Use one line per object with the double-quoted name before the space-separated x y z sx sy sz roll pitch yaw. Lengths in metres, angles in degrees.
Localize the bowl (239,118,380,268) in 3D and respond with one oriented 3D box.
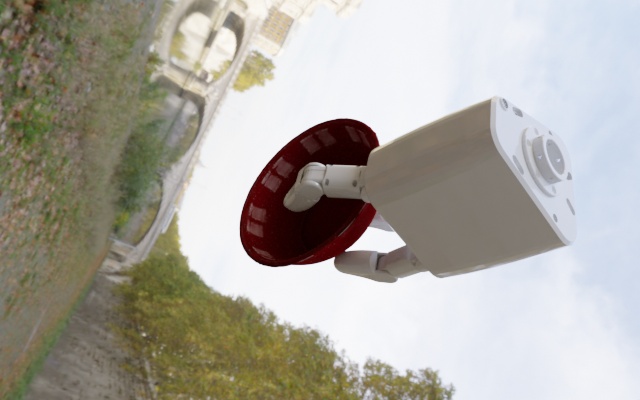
"bowl" -0.001 0.002 0.453 0.162 0.162 0.055 0 -32 44
